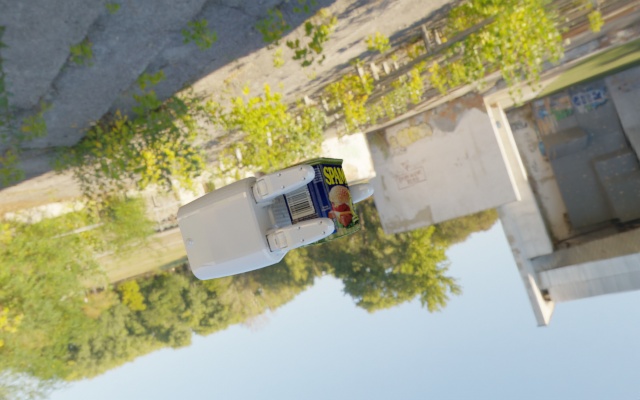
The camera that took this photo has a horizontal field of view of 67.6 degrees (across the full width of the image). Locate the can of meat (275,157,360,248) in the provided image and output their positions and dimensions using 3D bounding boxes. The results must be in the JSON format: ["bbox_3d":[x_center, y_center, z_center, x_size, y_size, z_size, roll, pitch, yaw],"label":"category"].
[{"bbox_3d":[0.000,0.002,0.520,0.057,0.084,0.102,-18,-3,20],"label":"can of meat"}]
